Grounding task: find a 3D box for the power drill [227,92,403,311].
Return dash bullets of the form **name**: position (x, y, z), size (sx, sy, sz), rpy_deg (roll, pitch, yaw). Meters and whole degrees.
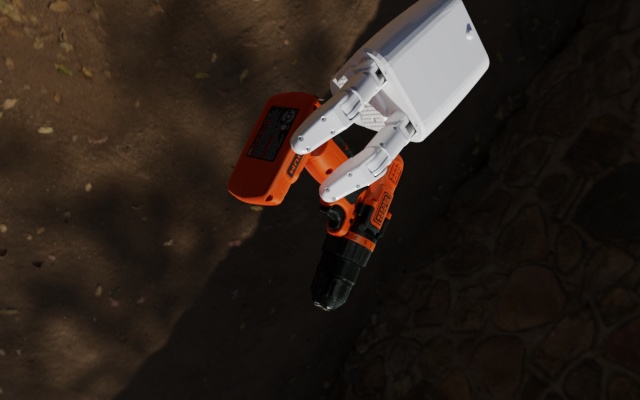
- **power drill**: position (0.000, 0.001, 0.456), size (0.057, 0.184, 0.188), rpy_deg (13, -15, 38)
